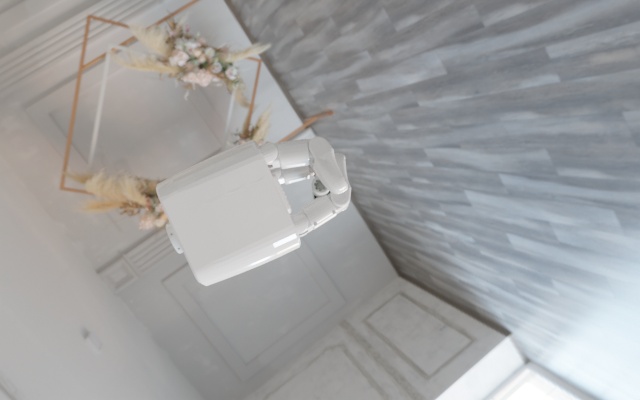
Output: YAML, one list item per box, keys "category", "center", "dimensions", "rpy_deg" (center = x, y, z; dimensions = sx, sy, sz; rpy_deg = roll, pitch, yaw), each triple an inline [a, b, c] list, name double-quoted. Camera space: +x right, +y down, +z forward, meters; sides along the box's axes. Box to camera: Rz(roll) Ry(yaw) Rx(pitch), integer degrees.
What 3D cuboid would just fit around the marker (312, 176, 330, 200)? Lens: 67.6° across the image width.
- category: "marker"
  center: [0.000, 0.002, 0.533]
  dimensions: [0.020, 0.020, 0.121]
  rpy_deg: [0, -17, 0]
